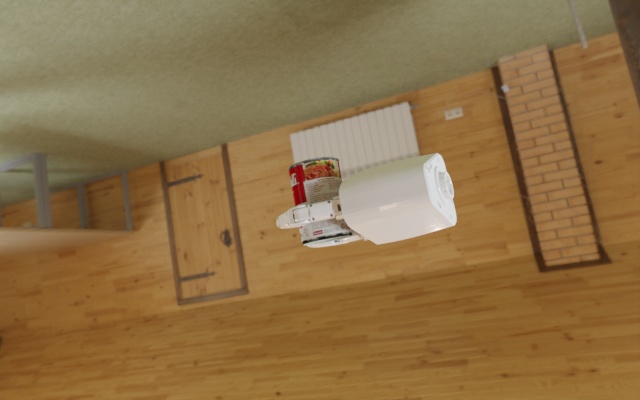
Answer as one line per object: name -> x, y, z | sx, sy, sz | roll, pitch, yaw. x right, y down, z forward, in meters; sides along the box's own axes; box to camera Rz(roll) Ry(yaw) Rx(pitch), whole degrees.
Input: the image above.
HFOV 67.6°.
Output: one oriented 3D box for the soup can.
soup can -> 0.000, 0.002, 0.619 | 0.068, 0.102, 0.068 | -10, -8, -2
